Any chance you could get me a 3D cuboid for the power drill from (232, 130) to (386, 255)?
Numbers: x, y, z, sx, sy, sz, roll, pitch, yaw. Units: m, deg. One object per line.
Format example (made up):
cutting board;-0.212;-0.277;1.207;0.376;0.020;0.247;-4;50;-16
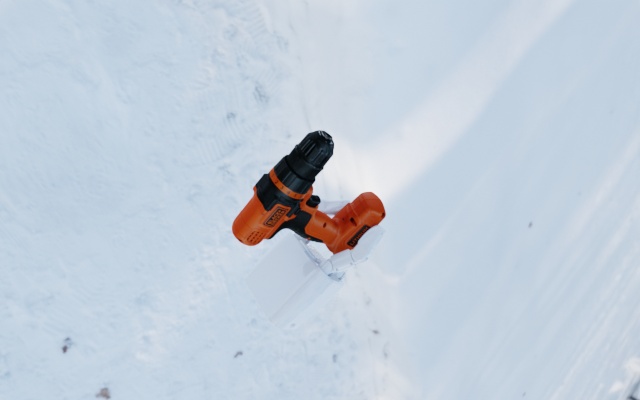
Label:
power drill;0.000;0.002;0.637;0.188;0.057;0.184;20;-56;-40
